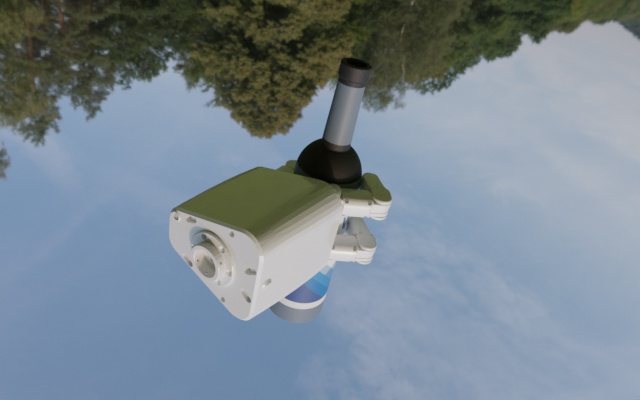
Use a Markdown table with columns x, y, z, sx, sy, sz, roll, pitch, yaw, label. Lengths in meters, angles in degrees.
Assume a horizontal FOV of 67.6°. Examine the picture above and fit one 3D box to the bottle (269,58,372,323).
| x | y | z | sx | sy | sz | roll | pitch | yaw | label |
| --- | --- | --- | --- | --- | --- | --- | --- | --- | --- |
| 0.000 | 0.002 | 0.489 | 0.069 | 0.296 | 0.069 | 10 | 33 | -7 | bottle |
